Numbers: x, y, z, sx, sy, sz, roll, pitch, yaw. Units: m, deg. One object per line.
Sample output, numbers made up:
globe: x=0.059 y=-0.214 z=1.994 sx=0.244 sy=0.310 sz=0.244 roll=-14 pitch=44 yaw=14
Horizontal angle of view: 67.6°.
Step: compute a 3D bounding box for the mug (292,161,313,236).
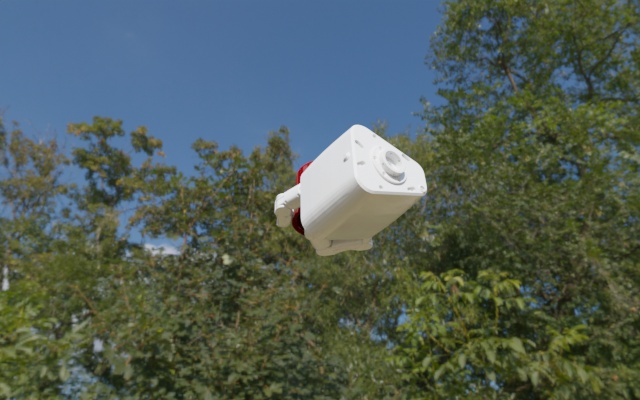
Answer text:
mug: x=-0.001 y=0.003 z=0.673 sx=0.093 sy=0.081 sz=0.117 roll=19 pitch=-39 yaw=-29
